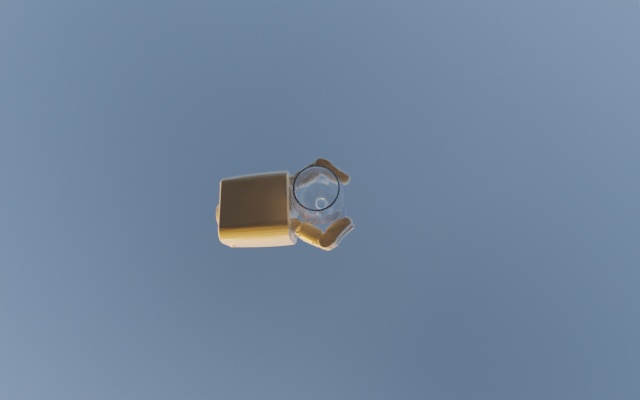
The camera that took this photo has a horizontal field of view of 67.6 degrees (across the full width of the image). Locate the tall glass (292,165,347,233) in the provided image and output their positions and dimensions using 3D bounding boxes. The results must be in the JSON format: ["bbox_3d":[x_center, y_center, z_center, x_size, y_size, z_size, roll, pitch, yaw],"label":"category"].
[{"bbox_3d":[0.000,0.002,0.719,0.079,0.079,0.201,0,-11,3],"label":"tall glass"}]
